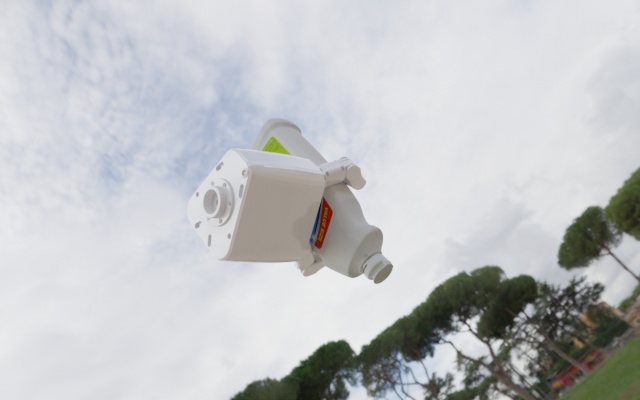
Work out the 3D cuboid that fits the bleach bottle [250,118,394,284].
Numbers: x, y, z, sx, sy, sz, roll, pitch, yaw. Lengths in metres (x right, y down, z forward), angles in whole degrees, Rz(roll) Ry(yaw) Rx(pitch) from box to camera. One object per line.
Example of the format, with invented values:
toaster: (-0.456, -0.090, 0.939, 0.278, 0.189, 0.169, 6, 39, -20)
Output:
bleach bottle: (0.000, 0.002, 0.590, 0.068, 0.102, 0.250, 8, 29, -49)
